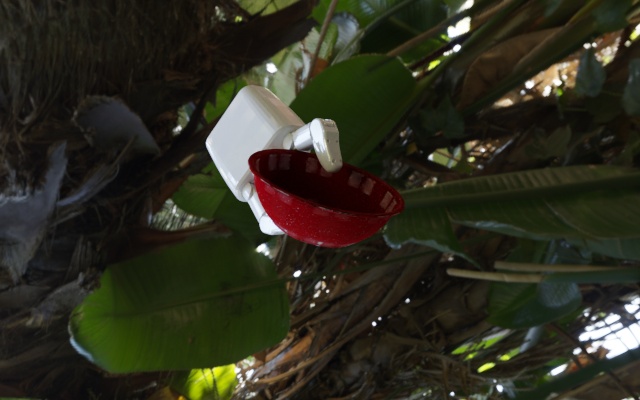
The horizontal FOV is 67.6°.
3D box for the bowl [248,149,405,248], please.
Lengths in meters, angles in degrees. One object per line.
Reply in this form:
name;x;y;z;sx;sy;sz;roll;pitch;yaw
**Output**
bowl;0.000;0.003;0.483;0.162;0.055;0.162;15;20;-5
